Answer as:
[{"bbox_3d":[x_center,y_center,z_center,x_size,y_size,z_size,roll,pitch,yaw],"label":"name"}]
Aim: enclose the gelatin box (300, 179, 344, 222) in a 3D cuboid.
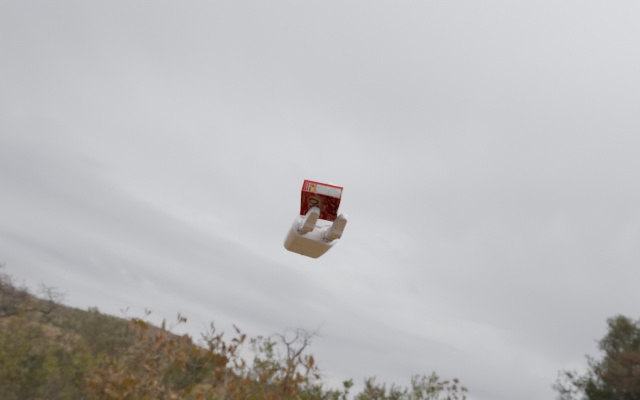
[{"bbox_3d":[0.000,0.002,0.881,0.073,0.030,0.089,12,-32,2],"label":"gelatin box"}]
